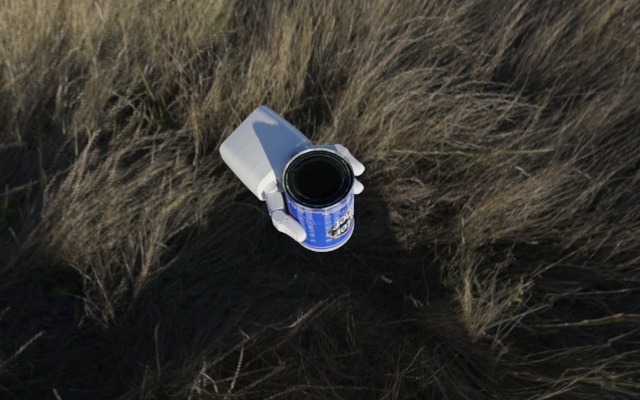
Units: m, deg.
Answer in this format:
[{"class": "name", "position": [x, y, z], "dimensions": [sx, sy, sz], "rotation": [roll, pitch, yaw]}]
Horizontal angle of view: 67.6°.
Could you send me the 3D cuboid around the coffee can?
[{"class": "coffee can", "position": [0.000, 0.003, 0.722], "dimensions": [0.103, 0.102, 0.140], "rotation": [0, -30, 3]}]
